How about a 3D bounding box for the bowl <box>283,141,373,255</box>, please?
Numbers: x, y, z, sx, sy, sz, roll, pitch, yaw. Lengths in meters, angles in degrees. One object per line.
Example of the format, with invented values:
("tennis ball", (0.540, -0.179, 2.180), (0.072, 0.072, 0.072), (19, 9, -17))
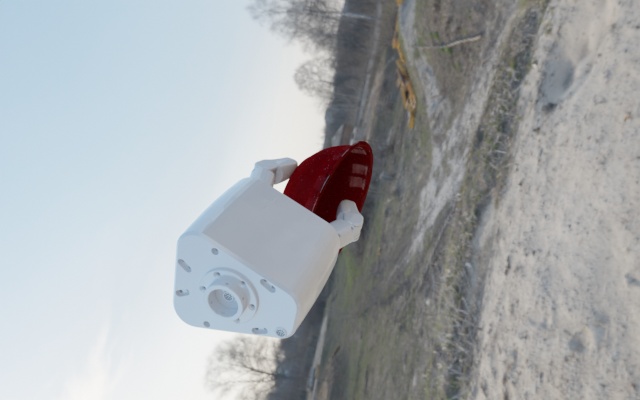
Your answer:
("bowl", (0.000, 0.001, 0.539), (0.055, 0.162, 0.162), (23, 9, 21))
